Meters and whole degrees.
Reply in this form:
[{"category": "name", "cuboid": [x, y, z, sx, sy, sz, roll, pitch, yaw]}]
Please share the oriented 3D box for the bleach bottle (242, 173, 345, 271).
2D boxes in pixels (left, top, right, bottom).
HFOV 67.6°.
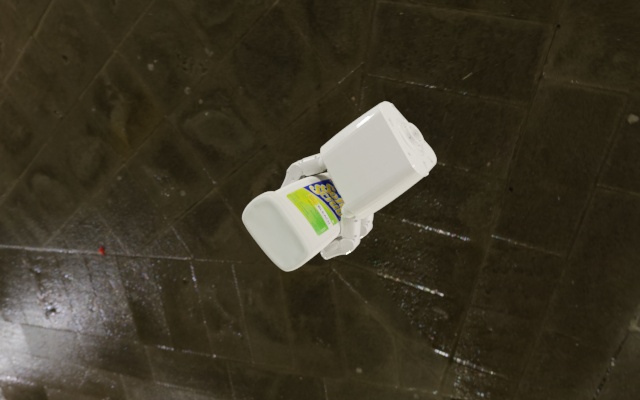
[{"category": "bleach bottle", "cuboid": [0.000, 0.002, 0.677, 0.068, 0.102, 0.250, -37, 0, 32]}]
